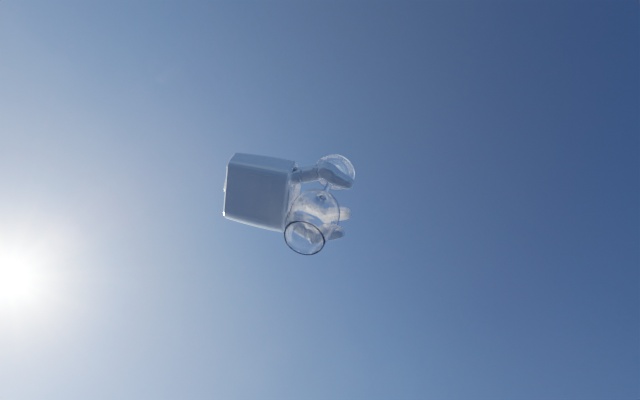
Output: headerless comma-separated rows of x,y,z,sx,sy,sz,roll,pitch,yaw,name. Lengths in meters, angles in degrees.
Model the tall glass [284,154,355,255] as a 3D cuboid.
0.000,0.002,0.769,0.079,0.079,0.201,0,32,16,tall glass
